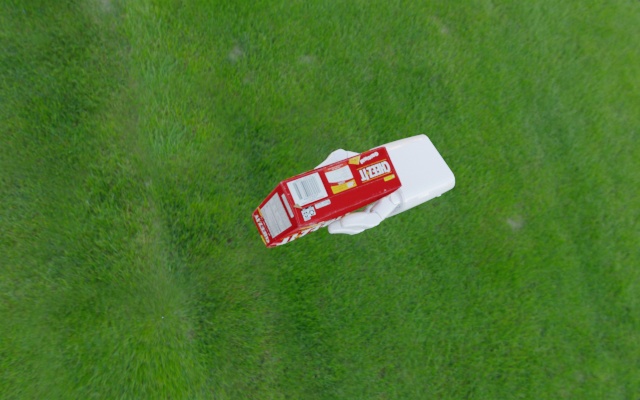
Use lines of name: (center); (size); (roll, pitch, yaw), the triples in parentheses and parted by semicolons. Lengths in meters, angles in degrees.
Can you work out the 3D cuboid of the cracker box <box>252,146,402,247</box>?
cracker box: (0.000, 0.002, 0.725); (0.164, 0.072, 0.214); (-21, -6, -21)
